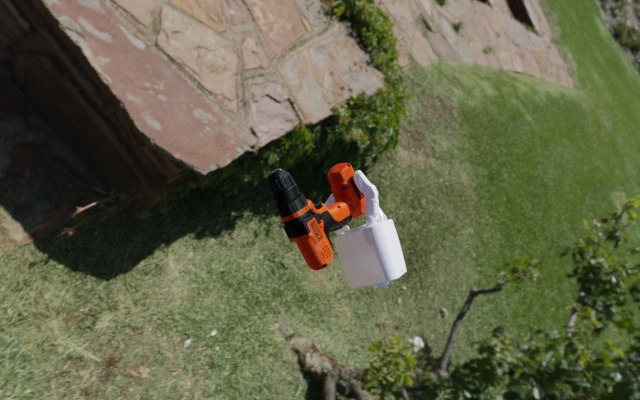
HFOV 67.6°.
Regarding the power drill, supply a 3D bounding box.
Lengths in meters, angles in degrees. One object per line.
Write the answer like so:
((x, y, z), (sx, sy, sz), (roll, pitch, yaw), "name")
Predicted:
((0.001, 0.003, 0.840), (0.057, 0.184, 0.187), (-13, 17, 42), "power drill")
